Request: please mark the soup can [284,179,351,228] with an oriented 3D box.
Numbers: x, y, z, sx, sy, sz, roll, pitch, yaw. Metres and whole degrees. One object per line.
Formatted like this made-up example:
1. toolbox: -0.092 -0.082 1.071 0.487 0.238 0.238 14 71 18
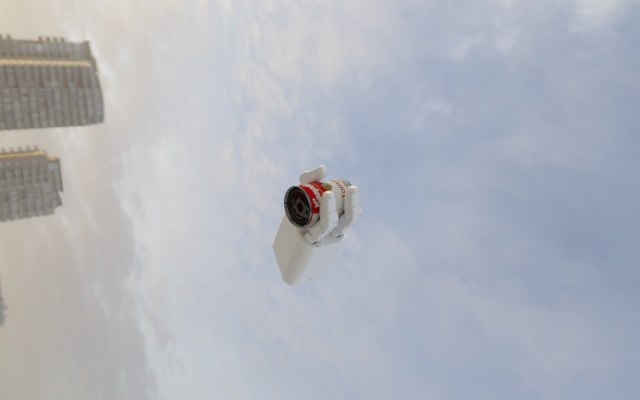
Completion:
1. soup can: 0.000 0.002 0.790 0.102 0.068 0.068 -12 7 -40
